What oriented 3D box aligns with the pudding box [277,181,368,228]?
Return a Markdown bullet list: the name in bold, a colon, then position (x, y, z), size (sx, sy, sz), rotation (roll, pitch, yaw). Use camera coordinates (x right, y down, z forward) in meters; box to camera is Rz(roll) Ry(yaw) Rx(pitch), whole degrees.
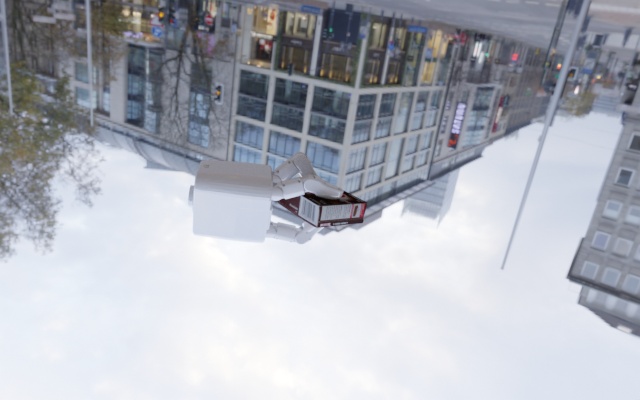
- **pudding box**: position (0.000, 0.003, 0.722), size (0.090, 0.039, 0.113), rotation (-5, 24, -36)
